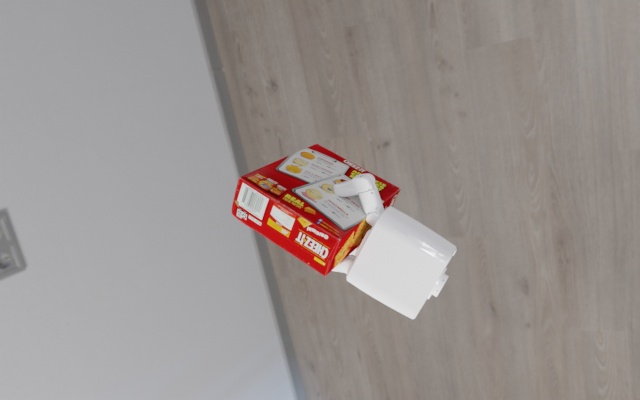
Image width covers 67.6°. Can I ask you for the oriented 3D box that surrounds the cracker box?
[{"bbox_3d":[0.000,0.002,0.702,0.164,0.072,0.213,31,30,17],"label":"cracker box"}]
